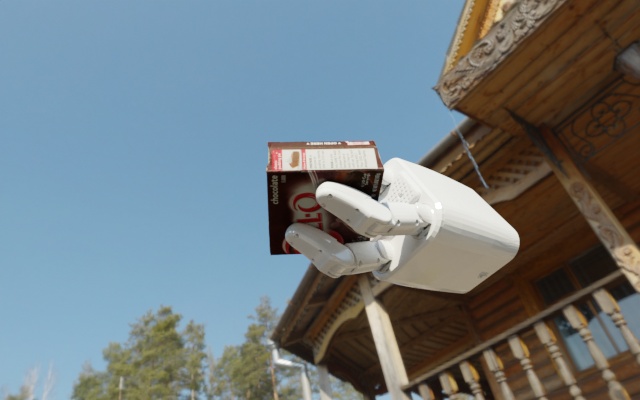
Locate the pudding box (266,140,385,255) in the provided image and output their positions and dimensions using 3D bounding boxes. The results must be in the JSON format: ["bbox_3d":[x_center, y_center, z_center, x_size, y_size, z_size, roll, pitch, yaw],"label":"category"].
[{"bbox_3d":[0.000,0.001,0.405,0.090,0.039,0.114,-2,-43,-5],"label":"pudding box"}]
